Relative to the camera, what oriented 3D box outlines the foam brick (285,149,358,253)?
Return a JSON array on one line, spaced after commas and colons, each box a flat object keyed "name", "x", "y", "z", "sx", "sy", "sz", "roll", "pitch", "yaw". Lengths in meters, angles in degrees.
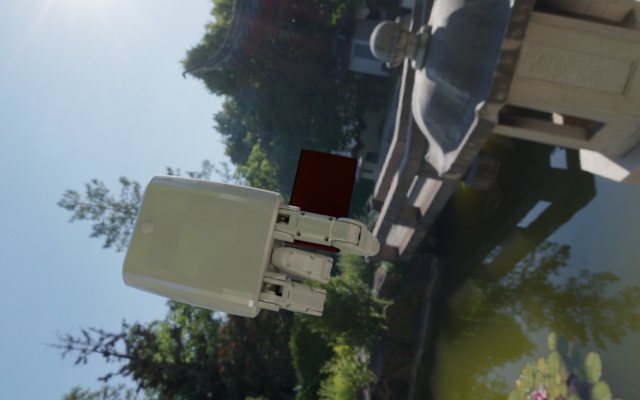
[{"name": "foam brick", "x": 0.000, "y": 0.001, "z": 0.421, "sx": 0.051, "sy": 0.078, "sz": 0.053, "roll": 11, "pitch": -14, "yaw": 2}]
